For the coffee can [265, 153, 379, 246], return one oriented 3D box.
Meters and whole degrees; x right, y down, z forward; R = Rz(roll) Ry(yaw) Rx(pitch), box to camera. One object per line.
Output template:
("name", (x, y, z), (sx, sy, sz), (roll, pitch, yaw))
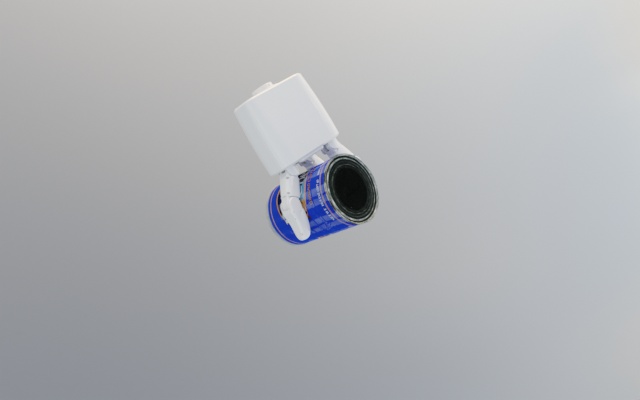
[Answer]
("coffee can", (0.000, 0.003, 0.703), (0.103, 0.102, 0.140), (0, -16, -42))
